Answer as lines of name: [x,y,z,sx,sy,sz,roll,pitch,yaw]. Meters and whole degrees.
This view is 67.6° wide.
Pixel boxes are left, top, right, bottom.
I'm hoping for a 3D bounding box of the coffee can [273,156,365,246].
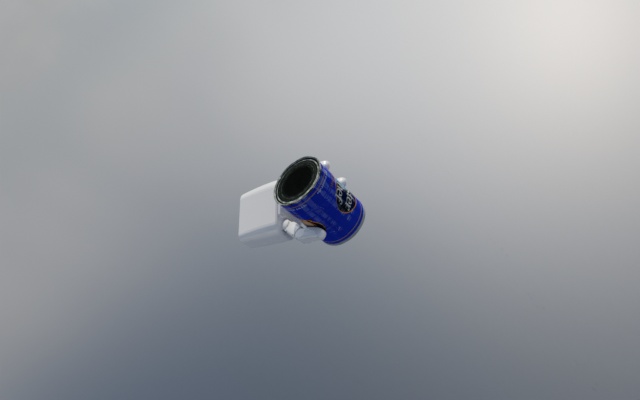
coffee can: [0.000,0.003,0.851,0.103,0.102,0.140,0,-33,44]
